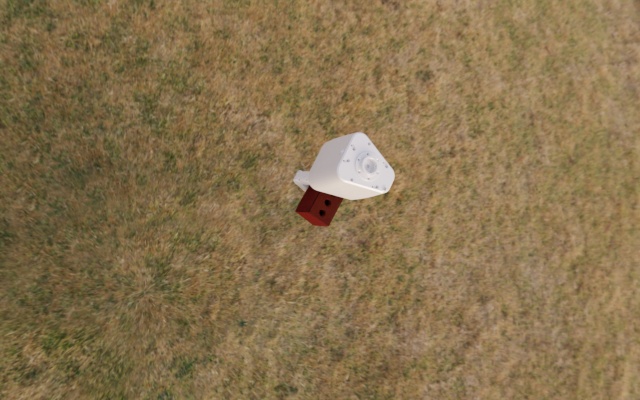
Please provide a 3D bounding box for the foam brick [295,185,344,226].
[{"bbox_3d":[0.000,0.003,0.894,0.053,0.078,0.051,36,-17,-29],"label":"foam brick"}]
